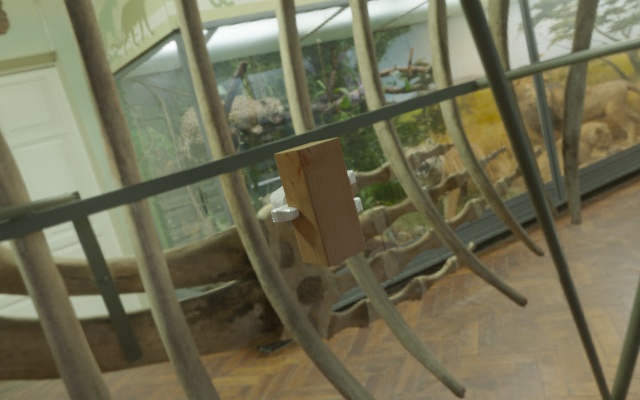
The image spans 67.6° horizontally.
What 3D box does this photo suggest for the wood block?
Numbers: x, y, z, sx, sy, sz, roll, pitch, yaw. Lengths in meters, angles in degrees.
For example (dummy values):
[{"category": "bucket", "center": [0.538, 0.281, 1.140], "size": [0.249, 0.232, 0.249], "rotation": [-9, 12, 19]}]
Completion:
[{"category": "wood block", "center": [0.000, 0.003, 0.850], "size": [0.091, 0.206, 0.090], "rotation": [-21, 12, -32]}]
